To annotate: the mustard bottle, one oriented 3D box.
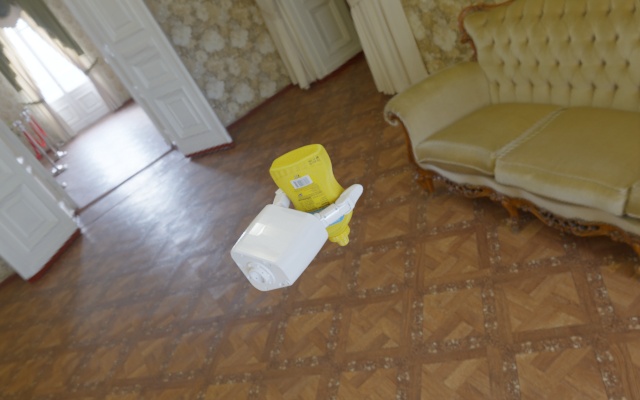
[{"bbox_3d":[0.000,0.002,0.805,0.096,0.192,0.058,-19,30,21],"label":"mustard bottle"}]
